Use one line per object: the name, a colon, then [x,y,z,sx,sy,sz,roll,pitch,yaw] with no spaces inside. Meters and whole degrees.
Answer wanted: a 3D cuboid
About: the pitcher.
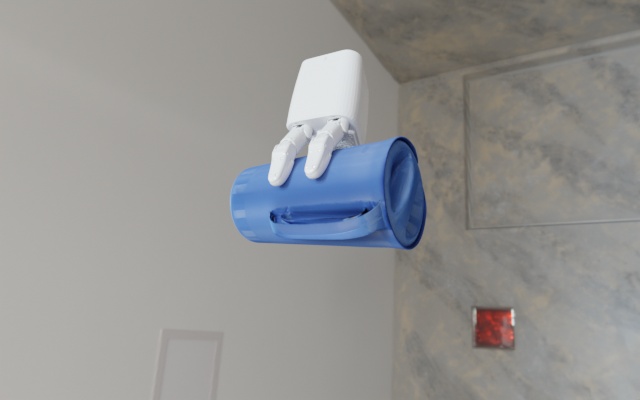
pitcher: [0.000,0.002,0.610,0.243,0.145,0.149,-5,-25,31]
